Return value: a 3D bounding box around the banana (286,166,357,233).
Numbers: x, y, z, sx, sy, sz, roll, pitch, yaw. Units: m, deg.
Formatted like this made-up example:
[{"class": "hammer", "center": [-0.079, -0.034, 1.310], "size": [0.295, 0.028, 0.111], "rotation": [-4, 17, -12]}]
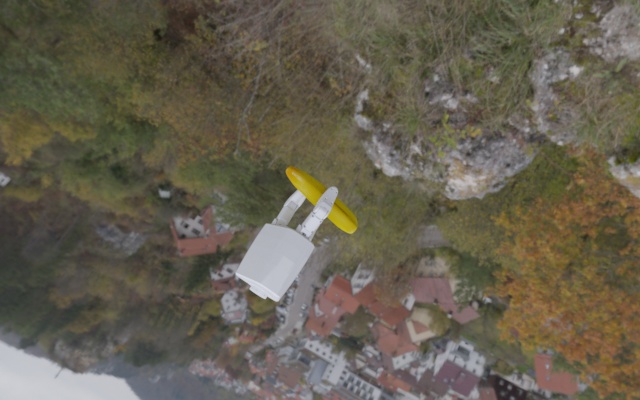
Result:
[{"class": "banana", "center": [0.013, 0.009, 0.854], "size": [0.069, 0.037, 0.198], "rotation": [22, -18, 51]}]
